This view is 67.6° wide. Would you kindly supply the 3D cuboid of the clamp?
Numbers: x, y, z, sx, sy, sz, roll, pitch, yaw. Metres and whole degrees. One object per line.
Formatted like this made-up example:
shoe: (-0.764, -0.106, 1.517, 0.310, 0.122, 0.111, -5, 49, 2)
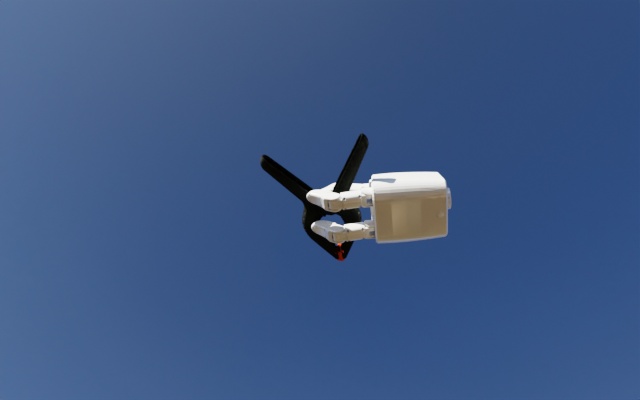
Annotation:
clamp: (0.000, 0.003, 0.748, 0.164, 0.210, 0.036, -5, 27, 7)
